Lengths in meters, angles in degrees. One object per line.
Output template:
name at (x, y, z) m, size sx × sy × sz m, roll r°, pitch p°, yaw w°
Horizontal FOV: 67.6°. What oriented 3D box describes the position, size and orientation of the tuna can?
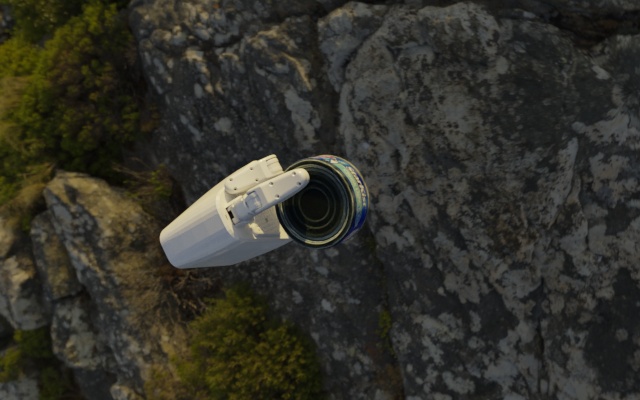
tuna can at (0.000, 0.002, 0.444) m, size 0.086 × 0.086 × 0.033 m, roll 0°, pitch 9°, yaw 28°
